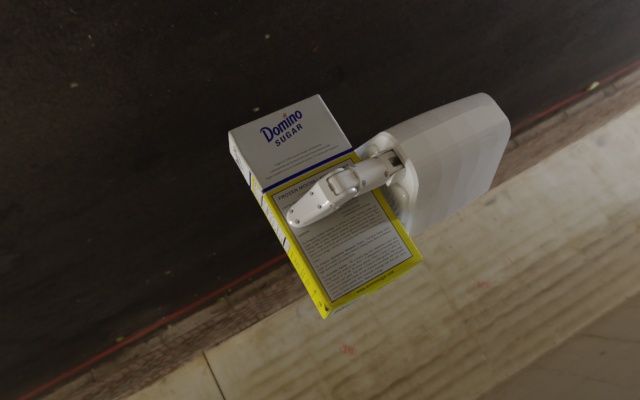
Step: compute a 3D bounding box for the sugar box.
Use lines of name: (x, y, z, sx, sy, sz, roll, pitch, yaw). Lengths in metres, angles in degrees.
sugar box: (0.000, 0.002, 0.416, 0.093, 0.176, 0.048, -26, -17, -17)
